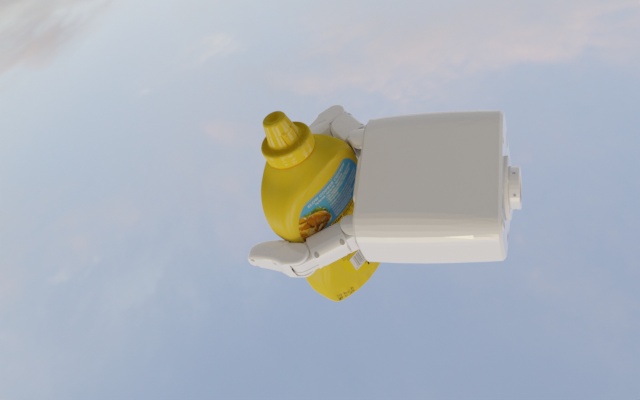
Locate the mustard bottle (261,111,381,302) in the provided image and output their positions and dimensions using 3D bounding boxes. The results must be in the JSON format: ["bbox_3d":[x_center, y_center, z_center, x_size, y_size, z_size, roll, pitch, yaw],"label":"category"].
[{"bbox_3d":[0.000,0.001,0.412,0.058,0.096,0.192,23,-27,40],"label":"mustard bottle"}]
